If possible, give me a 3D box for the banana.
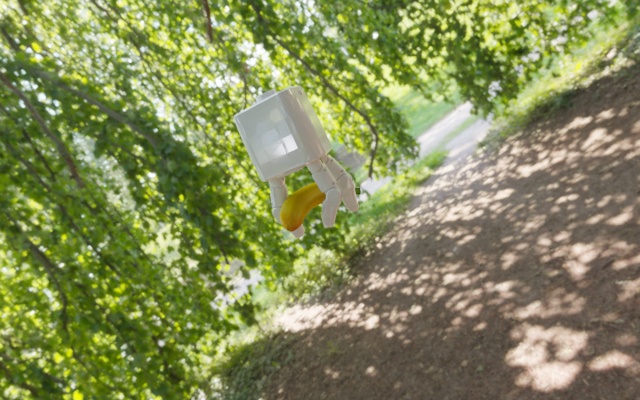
[{"bbox_3d":[-0.014,0.001,0.728,0.069,0.037,0.197,1,19,34],"label":"banana"}]
